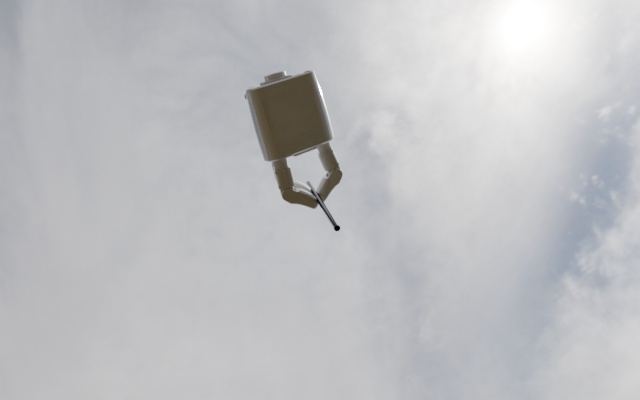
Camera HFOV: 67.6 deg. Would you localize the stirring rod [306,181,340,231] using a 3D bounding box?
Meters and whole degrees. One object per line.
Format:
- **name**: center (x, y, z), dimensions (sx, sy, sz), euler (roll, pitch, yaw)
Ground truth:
- **stirring rod**: center (0.000, 0.002, 0.702), dimensions (0.011, 0.011, 0.239), euler (0, 15, -10)
